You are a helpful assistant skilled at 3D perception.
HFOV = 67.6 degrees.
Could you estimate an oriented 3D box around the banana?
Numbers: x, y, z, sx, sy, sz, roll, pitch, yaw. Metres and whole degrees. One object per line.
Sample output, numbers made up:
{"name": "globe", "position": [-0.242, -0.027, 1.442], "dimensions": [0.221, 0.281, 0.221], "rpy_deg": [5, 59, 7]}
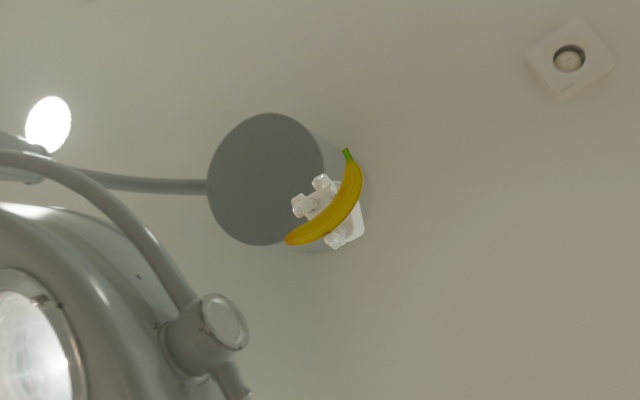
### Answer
{"name": "banana", "position": [0.017, 0.011, 0.816], "dimensions": [0.069, 0.198, 0.037], "rpy_deg": [36, 9, 13]}
